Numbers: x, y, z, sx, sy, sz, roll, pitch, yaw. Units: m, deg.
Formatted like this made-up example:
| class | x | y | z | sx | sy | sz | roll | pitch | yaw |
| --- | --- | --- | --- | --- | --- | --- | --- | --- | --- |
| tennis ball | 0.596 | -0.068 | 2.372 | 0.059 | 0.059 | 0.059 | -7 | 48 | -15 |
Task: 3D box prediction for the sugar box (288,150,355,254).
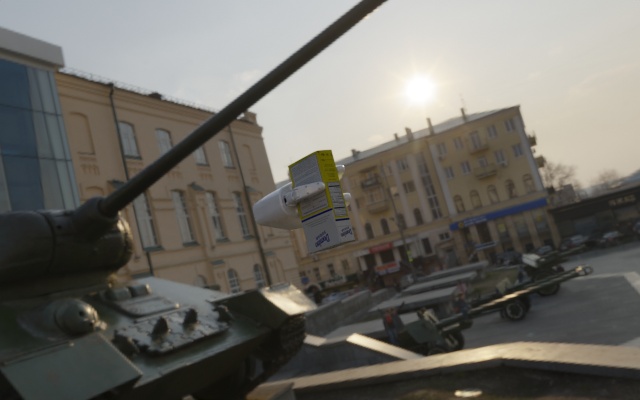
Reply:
| class | x | y | z | sx | sy | sz | roll | pitch | yaw |
| --- | --- | --- | --- | --- | --- | --- | --- | --- | --- |
| sugar box | 0.000 | 0.003 | 0.887 | 0.048 | 0.176 | 0.093 | -9 | -10 | -42 |
